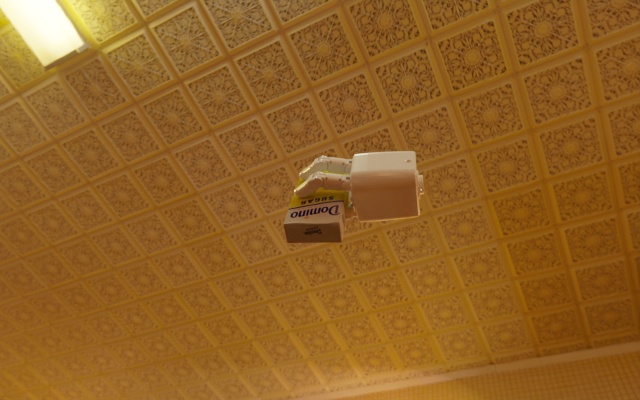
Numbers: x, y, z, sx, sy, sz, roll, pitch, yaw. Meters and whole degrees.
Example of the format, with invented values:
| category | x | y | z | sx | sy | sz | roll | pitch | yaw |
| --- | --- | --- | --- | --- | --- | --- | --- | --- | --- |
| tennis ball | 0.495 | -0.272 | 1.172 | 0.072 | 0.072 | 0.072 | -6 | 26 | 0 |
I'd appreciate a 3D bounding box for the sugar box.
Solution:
| category | x | y | z | sx | sy | sz | roll | pitch | yaw |
| --- | --- | --- | --- | --- | --- | --- | --- | --- | --- |
| sugar box | 0.000 | 0.002 | 0.823 | 0.093 | 0.048 | 0.176 | -2 | 32 | 11 |
